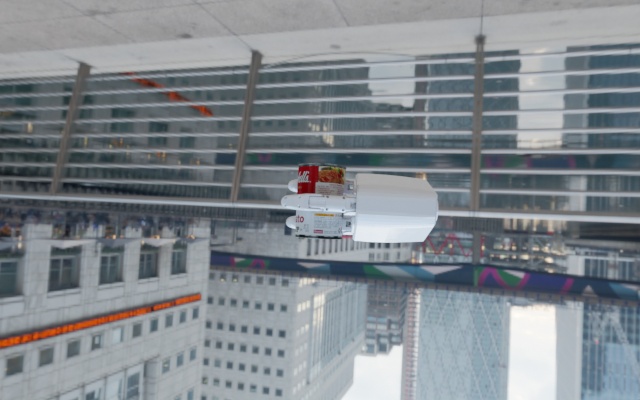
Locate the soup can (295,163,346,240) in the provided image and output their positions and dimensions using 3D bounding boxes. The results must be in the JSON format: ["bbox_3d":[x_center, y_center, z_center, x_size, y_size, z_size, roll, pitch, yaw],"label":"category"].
[{"bbox_3d":[0.000,0.002,0.671,0.068,0.102,0.068,3,-3,0],"label":"soup can"}]
